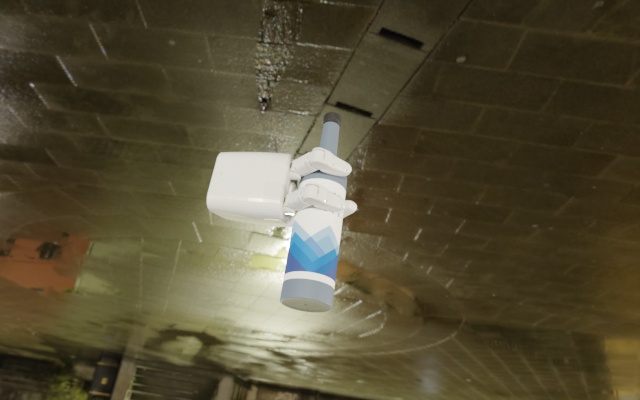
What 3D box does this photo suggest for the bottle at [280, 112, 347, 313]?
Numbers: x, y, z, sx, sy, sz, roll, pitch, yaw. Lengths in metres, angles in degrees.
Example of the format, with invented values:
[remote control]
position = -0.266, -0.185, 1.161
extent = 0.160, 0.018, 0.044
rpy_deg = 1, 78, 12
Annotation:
[bottle]
position = 0.000, 0.002, 0.666
extent = 0.069, 0.295, 0.069
rpy_deg = 6, -27, 3
